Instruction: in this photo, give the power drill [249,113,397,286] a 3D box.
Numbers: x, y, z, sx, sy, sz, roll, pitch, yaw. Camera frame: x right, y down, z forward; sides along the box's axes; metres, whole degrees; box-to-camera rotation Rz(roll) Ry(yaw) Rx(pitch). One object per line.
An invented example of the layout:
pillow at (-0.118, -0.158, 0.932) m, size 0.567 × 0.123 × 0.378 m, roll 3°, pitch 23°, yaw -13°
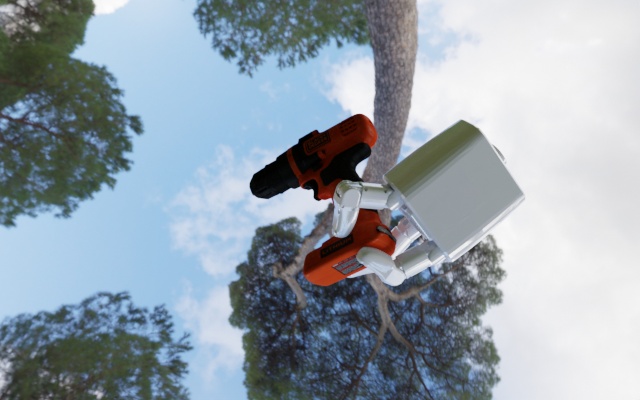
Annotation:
power drill at (0.000, 0.002, 0.574) m, size 0.184 × 0.187 × 0.057 m, roll -28°, pitch -34°, yaw 20°
